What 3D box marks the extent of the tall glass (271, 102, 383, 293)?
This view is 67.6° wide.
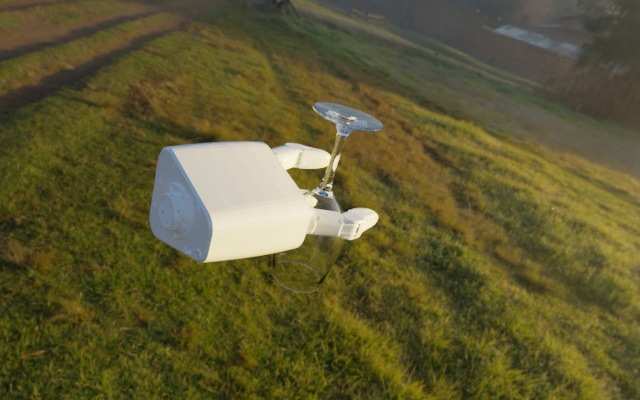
[{"bbox_3d":[0.000,0.001,0.518,0.079,0.201,0.079,15,24,-7],"label":"tall glass"}]
